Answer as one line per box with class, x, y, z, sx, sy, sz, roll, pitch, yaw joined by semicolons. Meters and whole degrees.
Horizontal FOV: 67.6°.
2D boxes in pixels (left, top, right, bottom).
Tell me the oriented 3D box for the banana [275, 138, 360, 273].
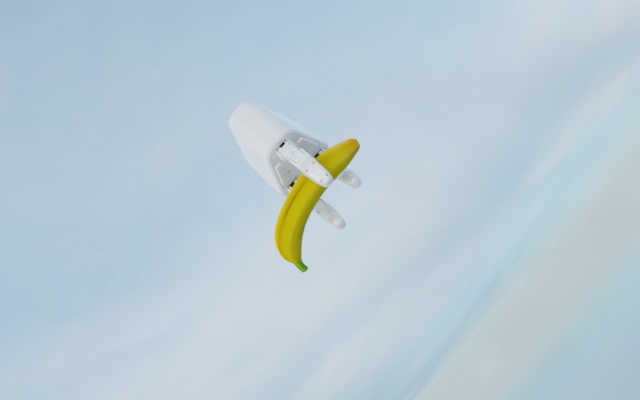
banana;-0.014;0.003;0.623;0.069;0.198;0.037;8;22;-44
